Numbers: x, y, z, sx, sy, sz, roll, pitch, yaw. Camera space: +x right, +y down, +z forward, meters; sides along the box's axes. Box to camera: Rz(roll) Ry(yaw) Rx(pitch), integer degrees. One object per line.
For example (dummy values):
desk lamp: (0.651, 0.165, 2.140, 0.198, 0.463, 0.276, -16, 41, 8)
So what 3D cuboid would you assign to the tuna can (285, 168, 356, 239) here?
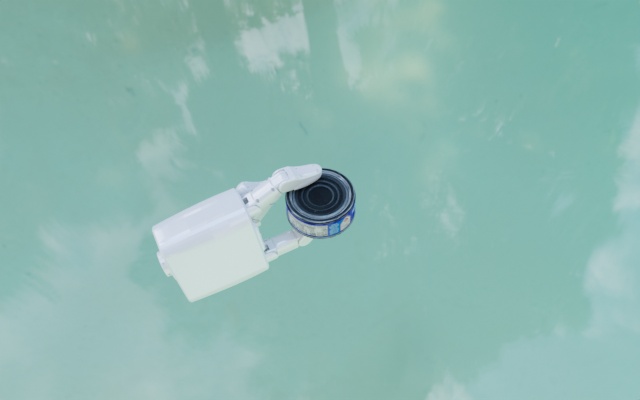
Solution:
tuna can: (0.000, 0.002, 0.578, 0.086, 0.086, 0.034, 0, -37, 1)
